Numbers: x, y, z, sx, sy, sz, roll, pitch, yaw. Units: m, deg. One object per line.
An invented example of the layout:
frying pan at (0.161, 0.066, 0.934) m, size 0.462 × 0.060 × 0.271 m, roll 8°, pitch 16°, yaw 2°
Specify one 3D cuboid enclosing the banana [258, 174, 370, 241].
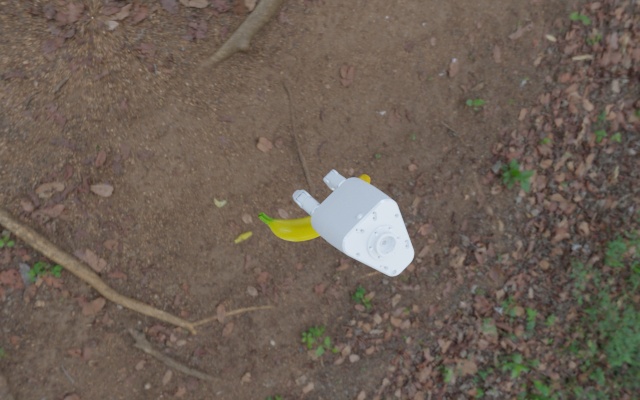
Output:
banana at (0.002, 0.021, 0.785) m, size 0.198 × 0.070 × 0.037 m, roll -21°, pitch 19°, yaw -14°
